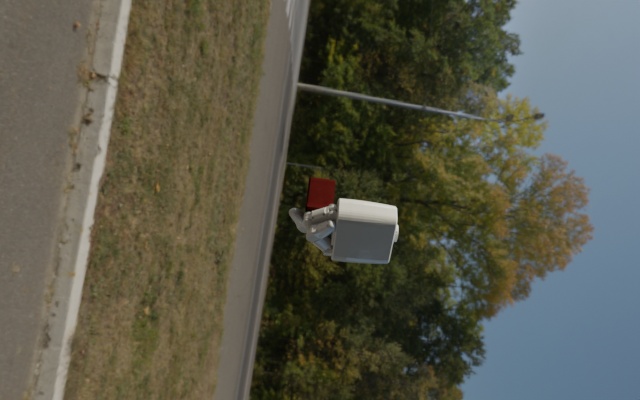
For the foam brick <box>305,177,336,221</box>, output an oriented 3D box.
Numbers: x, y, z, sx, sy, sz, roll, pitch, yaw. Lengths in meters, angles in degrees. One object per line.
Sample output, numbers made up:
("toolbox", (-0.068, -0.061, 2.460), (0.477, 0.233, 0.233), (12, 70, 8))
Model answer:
("foam brick", (0.000, 0.003, 0.899), (0.051, 0.078, 0.053), (4, -42, 2))
